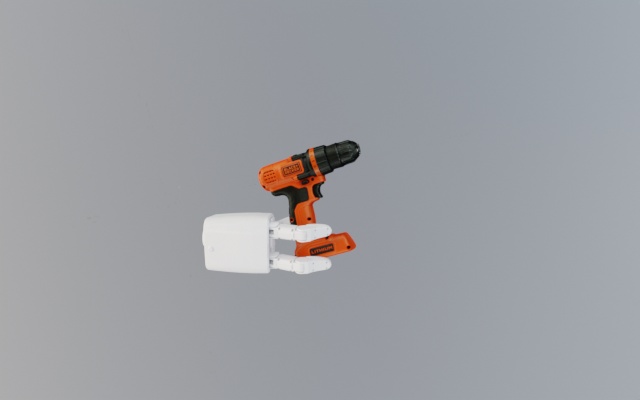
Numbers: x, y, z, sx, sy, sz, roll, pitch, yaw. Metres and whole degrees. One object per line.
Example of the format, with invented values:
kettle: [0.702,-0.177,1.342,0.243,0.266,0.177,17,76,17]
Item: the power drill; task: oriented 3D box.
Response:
power drill: [0.000,0.003,0.823,0.184,0.187,0.057,-17,-3,14]
